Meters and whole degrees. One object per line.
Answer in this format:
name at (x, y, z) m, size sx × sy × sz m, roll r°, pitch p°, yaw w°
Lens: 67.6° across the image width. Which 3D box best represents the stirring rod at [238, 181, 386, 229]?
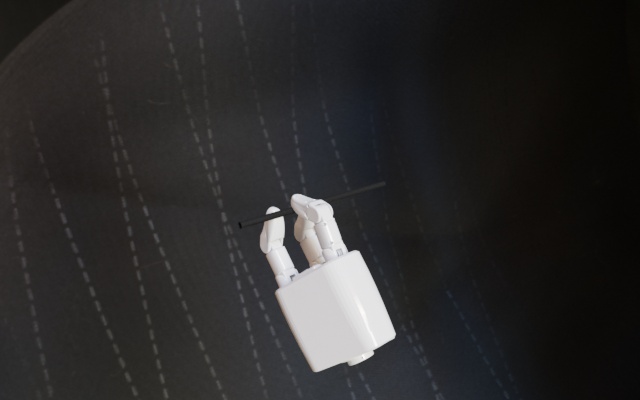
stirring rod at (0.000, 0.002, 0.607) m, size 0.239 × 0.011 × 0.011 m, roll -16°, pitch 10°, yaw -39°
